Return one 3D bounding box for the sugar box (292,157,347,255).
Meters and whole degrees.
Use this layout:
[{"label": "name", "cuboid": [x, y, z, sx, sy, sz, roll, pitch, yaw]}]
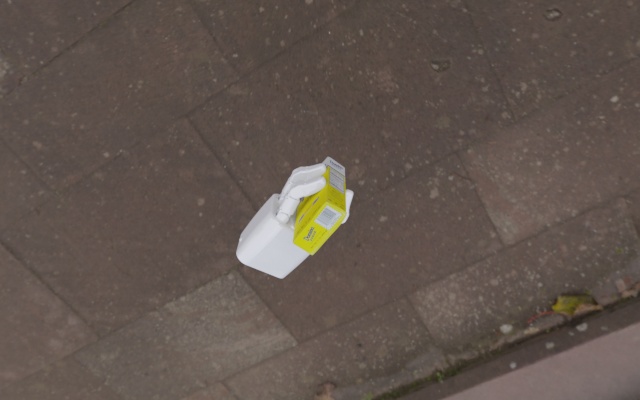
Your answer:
[{"label": "sugar box", "cuboid": [0.000, 0.002, 0.795, 0.048, 0.093, 0.176, 33, 23, -17]}]
